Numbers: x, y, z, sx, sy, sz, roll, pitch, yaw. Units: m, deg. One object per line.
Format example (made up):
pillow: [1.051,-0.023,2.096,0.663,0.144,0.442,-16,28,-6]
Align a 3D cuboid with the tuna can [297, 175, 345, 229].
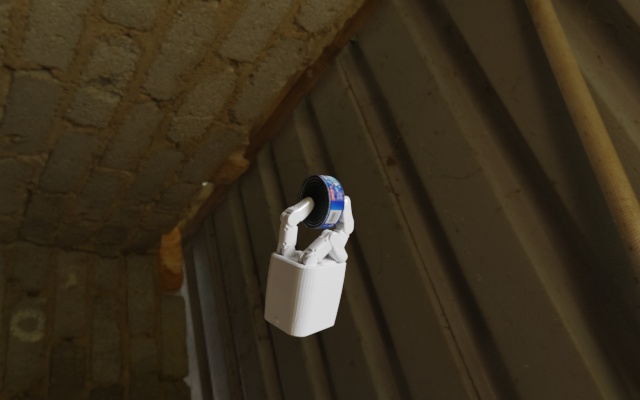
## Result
tuna can: [0.001,0.002,0.760,0.034,0.086,0.086,2,-1,-37]
